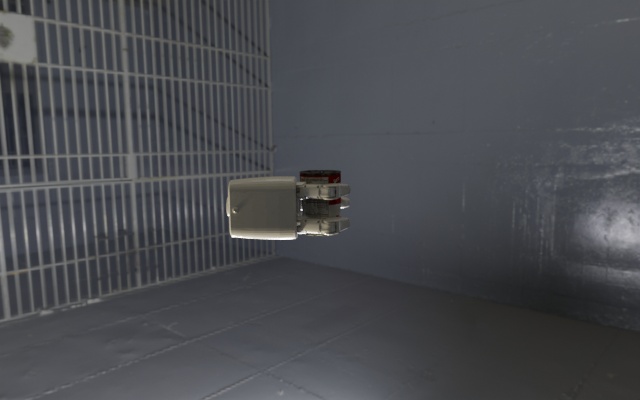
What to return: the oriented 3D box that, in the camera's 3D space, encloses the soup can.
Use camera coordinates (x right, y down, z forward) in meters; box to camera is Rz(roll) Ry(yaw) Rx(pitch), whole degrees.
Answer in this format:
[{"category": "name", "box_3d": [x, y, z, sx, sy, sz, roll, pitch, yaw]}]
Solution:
[{"category": "soup can", "box_3d": [0.001, 0.003, 0.786, 0.068, 0.102, 0.068, -1, 7, 0]}]
